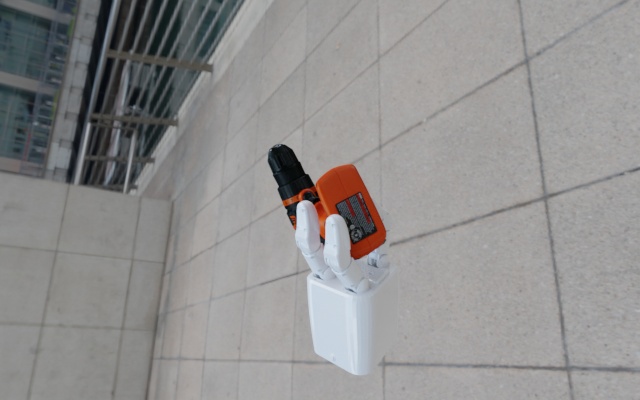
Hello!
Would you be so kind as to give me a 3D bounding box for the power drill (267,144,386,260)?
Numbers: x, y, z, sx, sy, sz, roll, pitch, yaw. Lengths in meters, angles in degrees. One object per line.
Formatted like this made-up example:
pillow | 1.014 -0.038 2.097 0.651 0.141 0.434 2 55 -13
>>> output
power drill | 0.000 0.002 0.611 0.057 0.184 0.187 -29 7 -17
